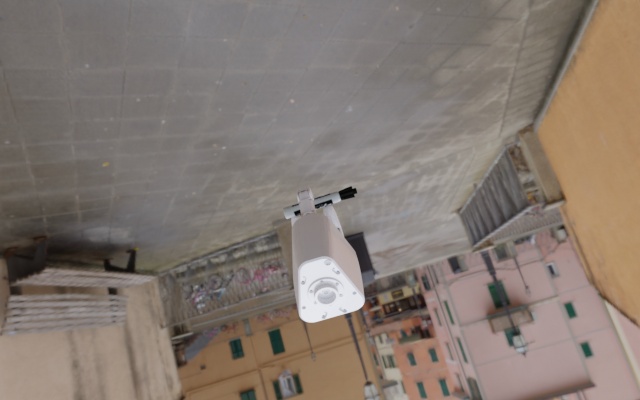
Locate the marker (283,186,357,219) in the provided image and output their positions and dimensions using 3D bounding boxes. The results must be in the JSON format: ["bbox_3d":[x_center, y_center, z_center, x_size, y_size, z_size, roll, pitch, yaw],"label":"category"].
[{"bbox_3d":[0.000,0.003,0.762,0.121,0.020,0.020,-18,-1,4],"label":"marker"}]
